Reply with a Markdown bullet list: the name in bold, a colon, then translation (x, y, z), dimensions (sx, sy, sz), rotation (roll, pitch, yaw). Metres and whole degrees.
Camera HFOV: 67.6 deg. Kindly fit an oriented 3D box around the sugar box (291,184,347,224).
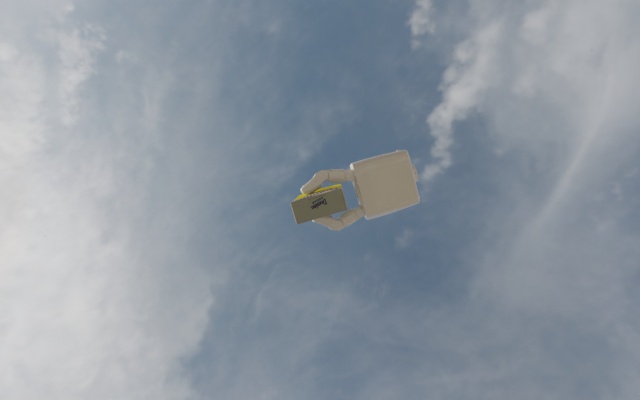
- **sugar box**: translation (0.000, 0.002, 0.893), dimensions (0.093, 0.048, 0.176), rotation (-16, 1, 2)
